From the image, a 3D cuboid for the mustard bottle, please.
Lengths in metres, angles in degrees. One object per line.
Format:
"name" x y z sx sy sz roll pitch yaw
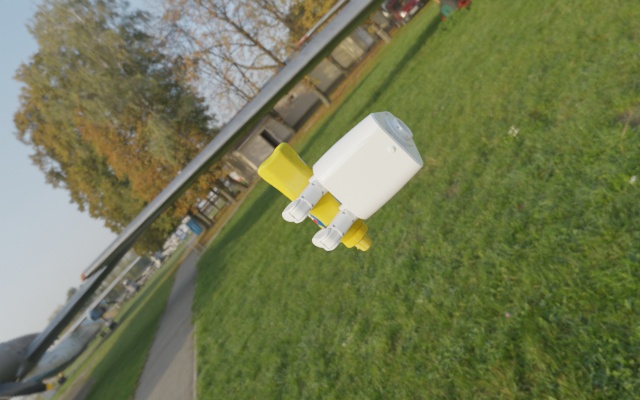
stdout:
"mustard bottle" 0.000 0.002 0.673 0.191 0.058 0.096 42 -1 -10
